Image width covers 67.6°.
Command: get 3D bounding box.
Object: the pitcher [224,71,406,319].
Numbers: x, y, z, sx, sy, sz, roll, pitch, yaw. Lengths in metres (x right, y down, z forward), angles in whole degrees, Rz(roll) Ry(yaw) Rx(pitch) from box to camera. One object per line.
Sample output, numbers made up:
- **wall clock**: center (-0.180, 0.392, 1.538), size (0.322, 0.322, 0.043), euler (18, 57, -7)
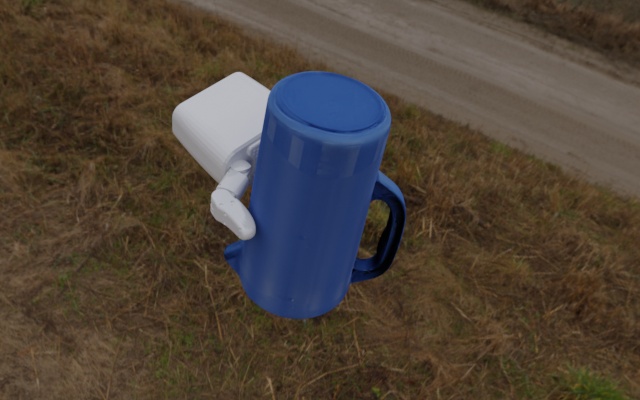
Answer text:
- **pitcher**: center (0.000, 0.001, 0.485), size (0.149, 0.243, 0.145), euler (-28, 57, -35)
